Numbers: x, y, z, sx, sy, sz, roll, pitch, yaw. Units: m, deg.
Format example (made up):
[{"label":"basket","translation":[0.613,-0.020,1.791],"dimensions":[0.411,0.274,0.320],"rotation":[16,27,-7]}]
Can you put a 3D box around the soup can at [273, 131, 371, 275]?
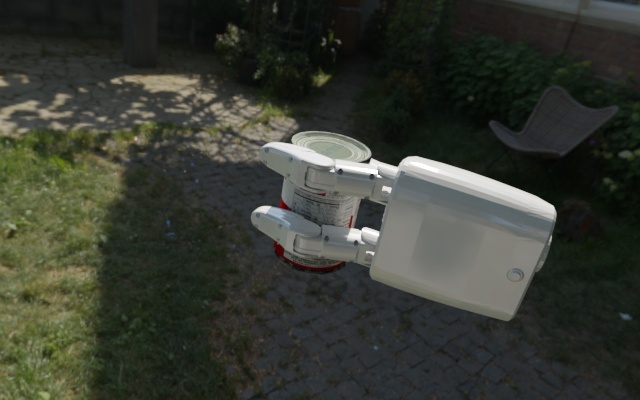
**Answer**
[{"label":"soup can","translation":[0.000,0.001,0.401],"dimensions":[0.068,0.102,0.068],"rotation":[9,27,-4]}]
